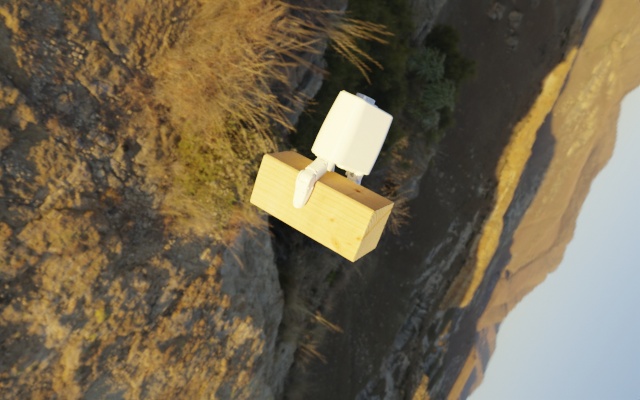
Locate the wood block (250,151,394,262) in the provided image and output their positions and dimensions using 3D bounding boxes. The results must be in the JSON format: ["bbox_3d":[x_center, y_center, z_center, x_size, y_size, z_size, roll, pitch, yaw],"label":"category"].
[{"bbox_3d":[0.000,0.002,0.781,0.206,0.090,0.091,28,21,22],"label":"wood block"}]
